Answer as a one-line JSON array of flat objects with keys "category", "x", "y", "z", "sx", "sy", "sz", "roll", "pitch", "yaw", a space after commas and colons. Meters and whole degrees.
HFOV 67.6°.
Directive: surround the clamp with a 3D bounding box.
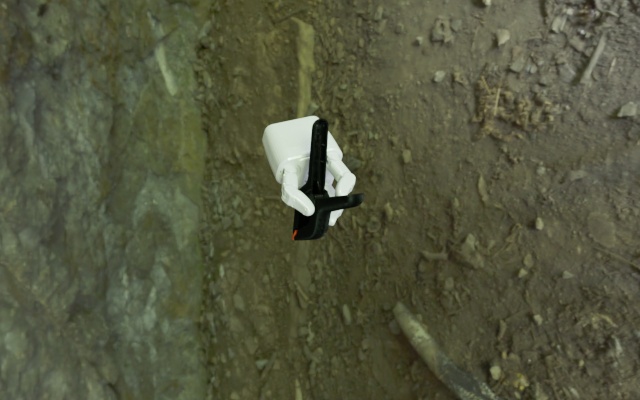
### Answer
[{"category": "clamp", "x": -0.001, "y": 0.003, "z": 0.745, "sx": 0.036, "sy": 0.210, "sz": 0.164, "roll": -3, "pitch": 44, "yaw": -26}]
